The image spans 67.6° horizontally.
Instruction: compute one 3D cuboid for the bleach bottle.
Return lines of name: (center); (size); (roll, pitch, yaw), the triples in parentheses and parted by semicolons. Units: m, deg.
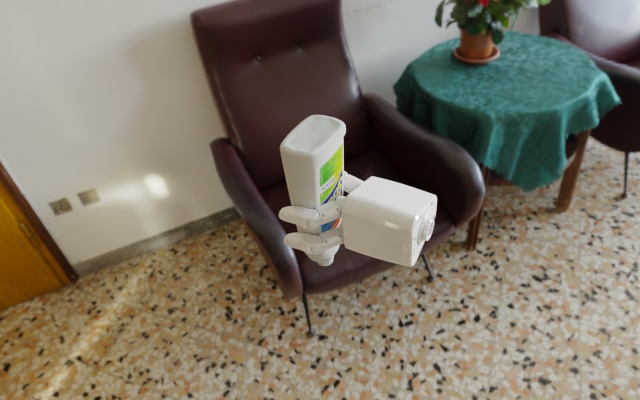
bleach bottle: (0.000, 0.002, 0.734); (0.068, 0.251, 0.102); (19, 48, 27)
